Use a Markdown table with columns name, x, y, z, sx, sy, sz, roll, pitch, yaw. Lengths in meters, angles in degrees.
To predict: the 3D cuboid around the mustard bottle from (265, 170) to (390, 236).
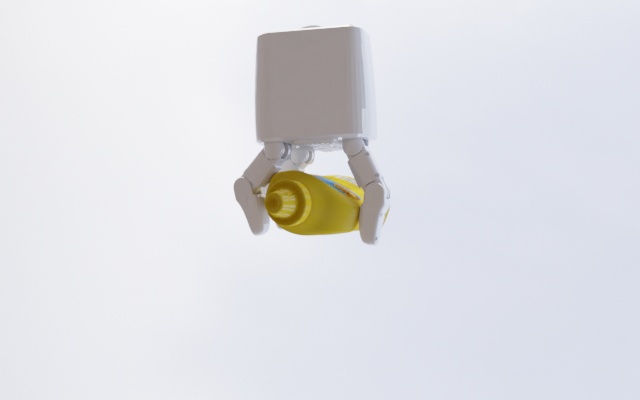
| name | x | y | z | sx | sy | sz | roll | pitch | yaw |
| --- | --- | --- | --- | --- | --- | --- | --- | --- | --- |
| mustard bottle | 0.000 | 0.002 | 0.483 | 0.096 | 0.058 | 0.191 | 24 | 9 | 22 |
